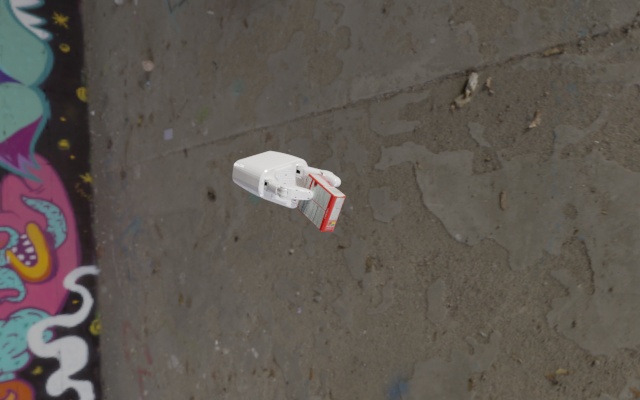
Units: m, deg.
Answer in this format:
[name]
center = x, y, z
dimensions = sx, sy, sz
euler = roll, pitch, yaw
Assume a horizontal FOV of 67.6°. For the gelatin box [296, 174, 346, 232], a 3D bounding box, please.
[gelatin box]
center = 0.000, 0.003, 0.857
dimensions = 0.030, 0.073, 0.089
euler = 1, 28, -38
